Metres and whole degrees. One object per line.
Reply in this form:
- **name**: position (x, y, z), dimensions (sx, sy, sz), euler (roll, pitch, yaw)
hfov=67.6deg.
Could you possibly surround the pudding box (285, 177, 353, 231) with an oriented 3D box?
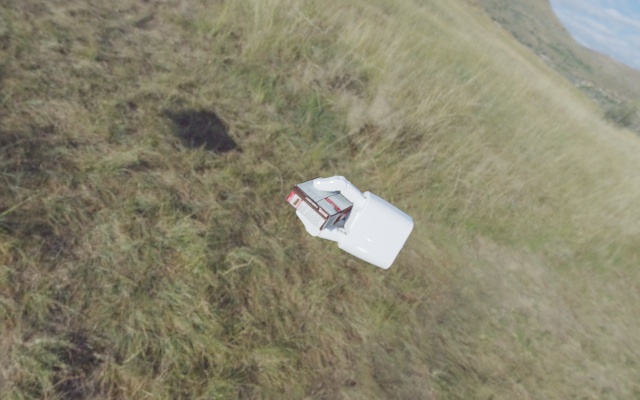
- **pudding box**: position (0.000, 0.003, 0.881), dimensions (0.090, 0.039, 0.113), euler (41, 23, 13)
